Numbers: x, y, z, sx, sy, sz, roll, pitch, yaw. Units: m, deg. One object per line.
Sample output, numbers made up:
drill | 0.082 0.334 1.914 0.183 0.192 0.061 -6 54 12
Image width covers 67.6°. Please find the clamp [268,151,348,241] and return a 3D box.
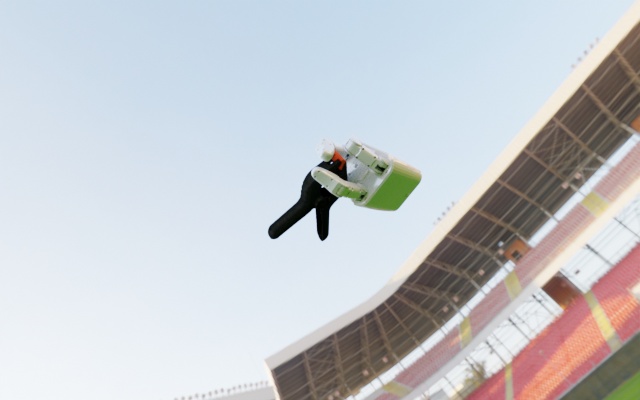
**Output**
clamp | 0.000 0.002 0.774 0.120 0.171 0.039 13 31 -50
